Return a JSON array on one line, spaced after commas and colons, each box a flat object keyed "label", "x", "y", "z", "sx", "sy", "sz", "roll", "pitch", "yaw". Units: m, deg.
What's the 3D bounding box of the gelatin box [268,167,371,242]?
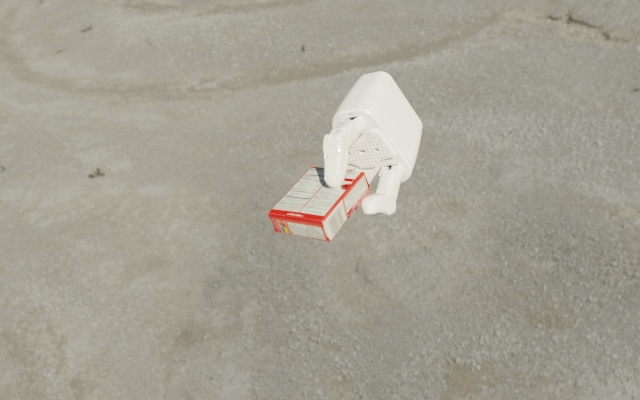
[{"label": "gelatin box", "x": 0.000, "y": 0.001, "z": 0.506, "sx": 0.073, "sy": 0.030, "sz": 0.089, "roll": 7, "pitch": 41, "yaw": 36}]
